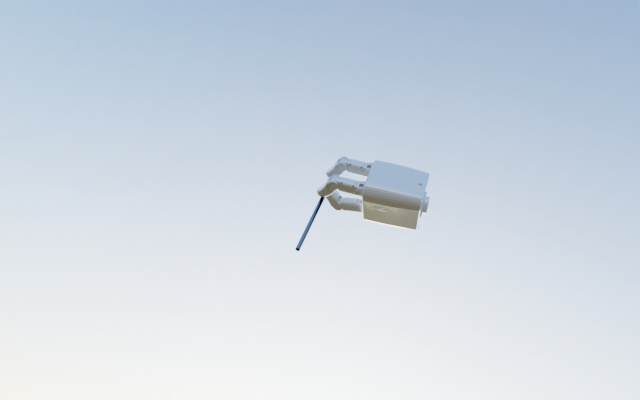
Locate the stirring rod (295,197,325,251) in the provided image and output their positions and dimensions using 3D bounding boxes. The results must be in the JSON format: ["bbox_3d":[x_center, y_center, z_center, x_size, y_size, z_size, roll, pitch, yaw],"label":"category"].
[{"bbox_3d":[0.000,0.003,0.890,0.011,0.011,0.239,0,42,26],"label":"stirring rod"}]
